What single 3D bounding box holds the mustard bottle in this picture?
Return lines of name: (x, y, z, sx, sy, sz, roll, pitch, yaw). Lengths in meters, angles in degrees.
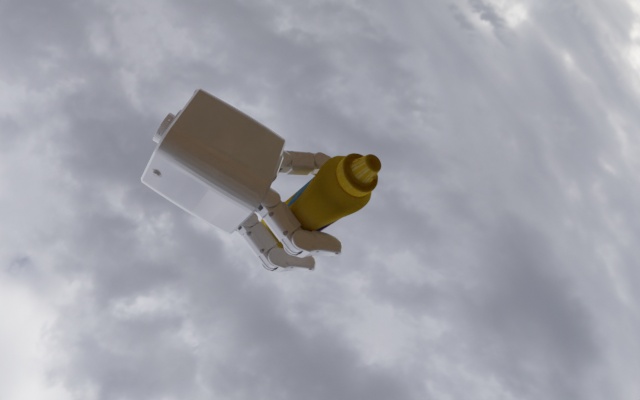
mustard bottle: (0.000, 0.002, 0.504, 0.096, 0.058, 0.192, -38, 0, -39)
